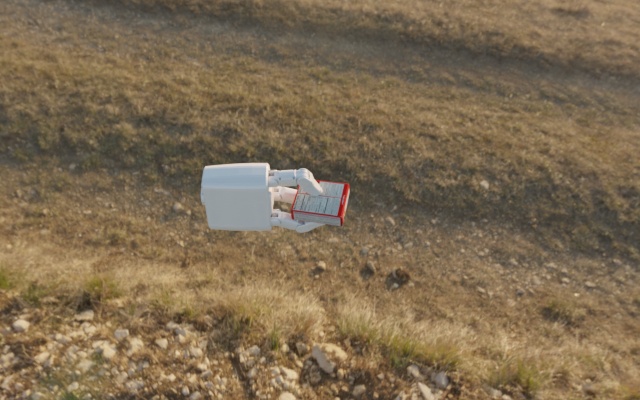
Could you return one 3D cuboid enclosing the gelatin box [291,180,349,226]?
[{"bbox_3d":[0.000,0.002,0.814,0.089,0.073,0.030,7,-38,10],"label":"gelatin box"}]
